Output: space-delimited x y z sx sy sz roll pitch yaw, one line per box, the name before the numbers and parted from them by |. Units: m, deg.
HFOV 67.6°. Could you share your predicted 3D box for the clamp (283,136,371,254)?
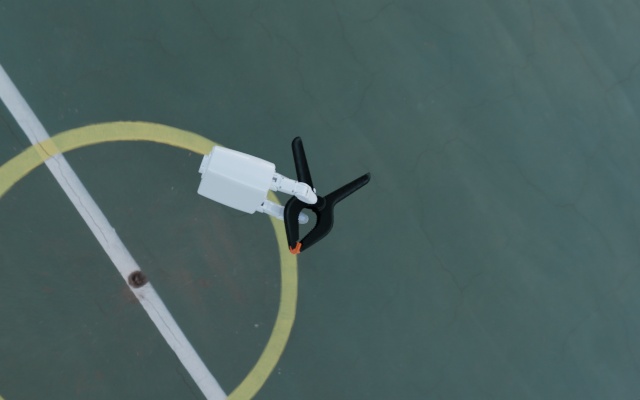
clamp | 0.000 0.003 0.875 0.164 0.210 0.036 19 -16 -13
